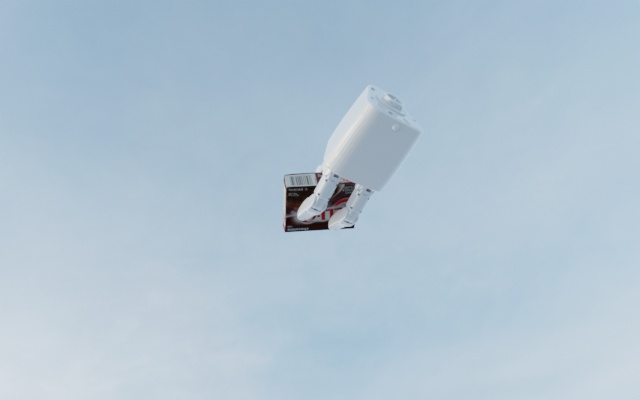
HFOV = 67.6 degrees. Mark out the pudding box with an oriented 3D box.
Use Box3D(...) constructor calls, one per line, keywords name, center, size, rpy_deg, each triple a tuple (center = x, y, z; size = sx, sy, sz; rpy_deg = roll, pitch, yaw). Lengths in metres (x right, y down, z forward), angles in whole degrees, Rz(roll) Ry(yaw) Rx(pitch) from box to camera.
Box3D(name="pudding box", center=(0.000, 0.002, 0.722), size=(0.113, 0.090, 0.039), rpy_deg=(-2, 39, -8))
